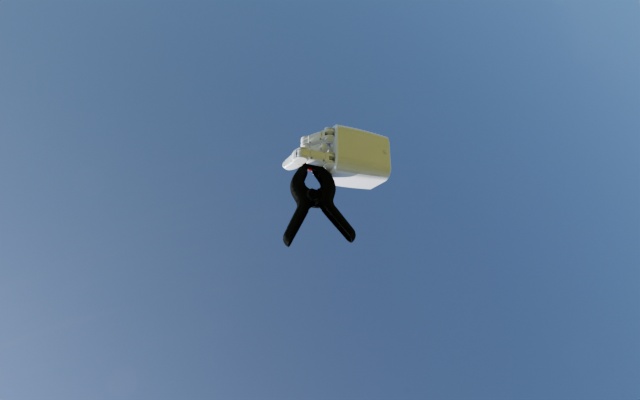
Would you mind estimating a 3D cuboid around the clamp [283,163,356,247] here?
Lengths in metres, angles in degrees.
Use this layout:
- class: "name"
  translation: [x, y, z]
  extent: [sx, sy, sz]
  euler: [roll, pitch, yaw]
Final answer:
- class: "clamp"
  translation: [0.000, 0.003, 0.818]
  extent: [0.120, 0.171, 0.039]
  euler: [8, -26, -12]
